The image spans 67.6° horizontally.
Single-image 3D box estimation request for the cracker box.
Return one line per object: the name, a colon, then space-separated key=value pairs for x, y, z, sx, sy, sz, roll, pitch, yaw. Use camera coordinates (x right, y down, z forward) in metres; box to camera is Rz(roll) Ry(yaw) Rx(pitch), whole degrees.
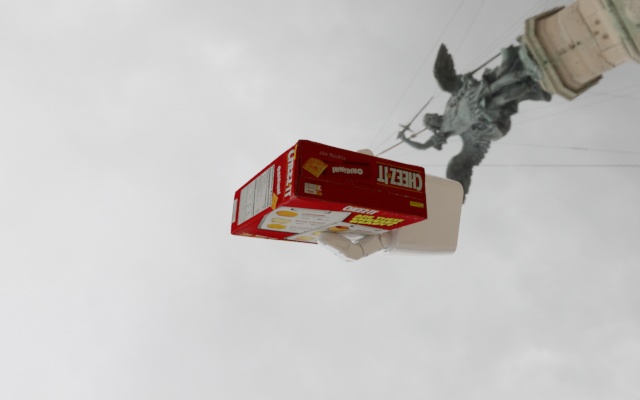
cracker box: x=0.000 y=0.002 z=0.591 sx=0.164 sy=0.072 sz=0.214 roll=9 pitch=-18 yaw=-26
